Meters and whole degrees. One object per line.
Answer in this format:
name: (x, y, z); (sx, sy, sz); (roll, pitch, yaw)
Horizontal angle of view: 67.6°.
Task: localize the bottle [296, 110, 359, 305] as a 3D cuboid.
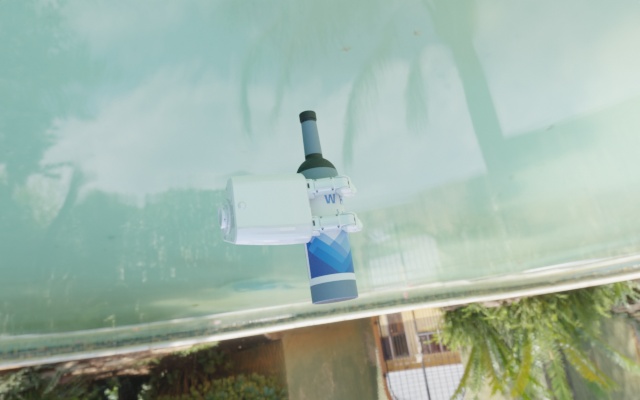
bottle: (0.000, 0.003, 0.716); (0.069, 0.295, 0.069); (-8, -16, -2)
